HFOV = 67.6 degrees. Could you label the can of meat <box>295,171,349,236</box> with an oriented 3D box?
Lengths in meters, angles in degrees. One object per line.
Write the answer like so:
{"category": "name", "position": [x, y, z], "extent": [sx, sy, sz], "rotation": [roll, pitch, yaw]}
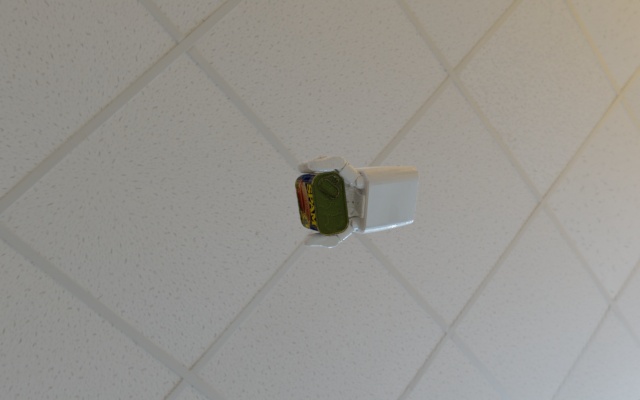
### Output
{"category": "can of meat", "position": [0.000, 0.003, 0.798], "extent": [0.057, 0.102, 0.084], "rotation": [-11, 8, -23]}
